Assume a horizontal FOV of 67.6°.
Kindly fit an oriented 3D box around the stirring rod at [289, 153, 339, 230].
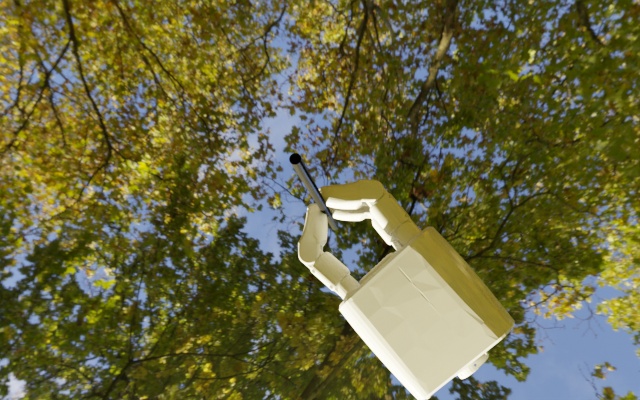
[{"bbox_3d":[0.000,0.001,0.426,0.011,0.011,0.239,0,-14,8],"label":"stirring rod"}]
